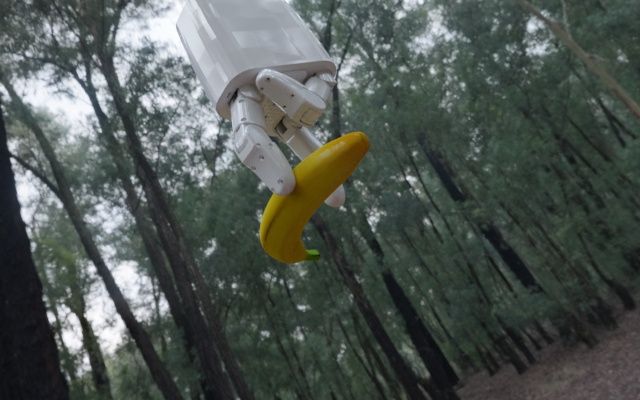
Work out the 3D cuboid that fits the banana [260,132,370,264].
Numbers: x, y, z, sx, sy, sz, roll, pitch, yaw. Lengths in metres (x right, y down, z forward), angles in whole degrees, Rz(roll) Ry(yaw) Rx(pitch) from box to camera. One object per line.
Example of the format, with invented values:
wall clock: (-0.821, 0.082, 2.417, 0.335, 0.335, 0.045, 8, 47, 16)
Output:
banana: (-0.017, 0.009, 0.413, 0.069, 0.037, 0.198, -21, -24, -25)
